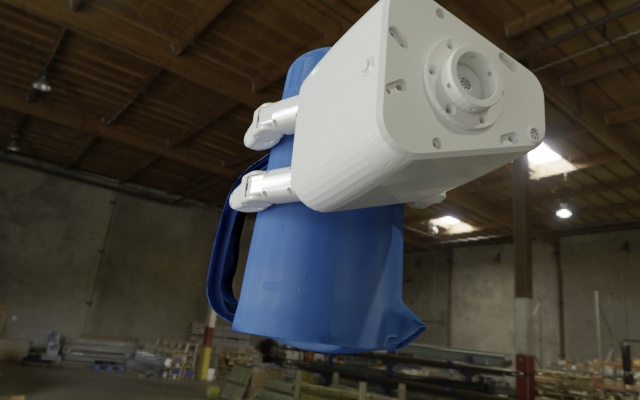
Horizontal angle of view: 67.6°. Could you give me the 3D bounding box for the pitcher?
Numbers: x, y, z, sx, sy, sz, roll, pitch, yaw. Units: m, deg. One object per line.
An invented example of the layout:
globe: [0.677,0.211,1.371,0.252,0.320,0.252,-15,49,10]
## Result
pitcher: [0.000,0.001,0.407,0.149,0.242,0.145,12,-17,-20]
